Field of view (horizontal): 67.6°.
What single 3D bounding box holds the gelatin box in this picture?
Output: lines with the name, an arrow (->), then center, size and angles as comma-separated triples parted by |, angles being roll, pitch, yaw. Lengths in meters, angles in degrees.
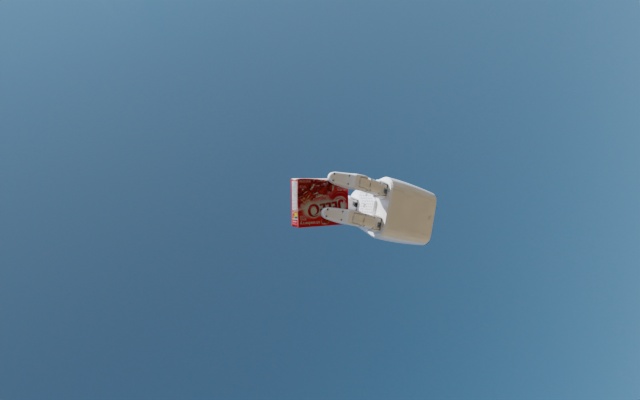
gelatin box -> 0.000, 0.002, 0.730 | 0.089, 0.073, 0.030 | -2, 3, -27
